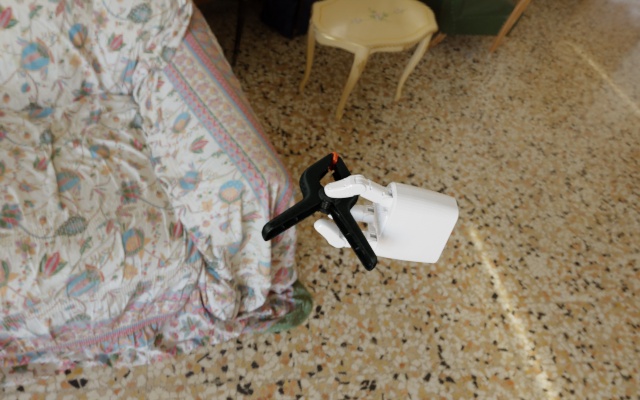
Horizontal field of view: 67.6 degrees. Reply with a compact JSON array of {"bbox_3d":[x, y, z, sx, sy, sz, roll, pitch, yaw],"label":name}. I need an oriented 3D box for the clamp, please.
[{"bbox_3d":[0.001,0.001,0.709,0.164,0.209,0.036,13,-44,-13],"label":"clamp"}]
